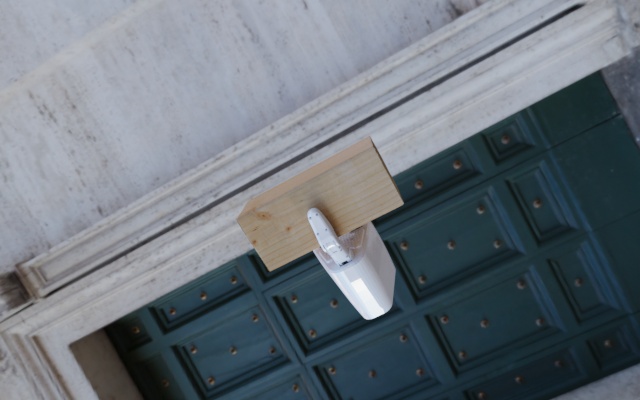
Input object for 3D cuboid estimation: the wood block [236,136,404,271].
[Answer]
[{"bbox_3d":[0.000,0.003,0.667,0.206,0.090,0.090,-28,14,10],"label":"wood block"}]
